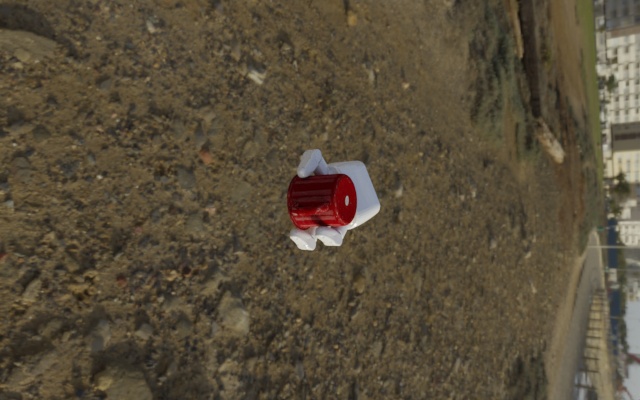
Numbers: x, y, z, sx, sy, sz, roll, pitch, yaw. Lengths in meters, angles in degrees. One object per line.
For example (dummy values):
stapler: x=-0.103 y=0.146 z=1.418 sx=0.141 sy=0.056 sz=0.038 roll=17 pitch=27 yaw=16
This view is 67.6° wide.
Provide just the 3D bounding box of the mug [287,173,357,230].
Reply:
mug: x=0.000 y=0.003 z=0.741 sx=0.081 sy=0.093 sz=0.117 roll=-3 pitch=9 yaw=30
